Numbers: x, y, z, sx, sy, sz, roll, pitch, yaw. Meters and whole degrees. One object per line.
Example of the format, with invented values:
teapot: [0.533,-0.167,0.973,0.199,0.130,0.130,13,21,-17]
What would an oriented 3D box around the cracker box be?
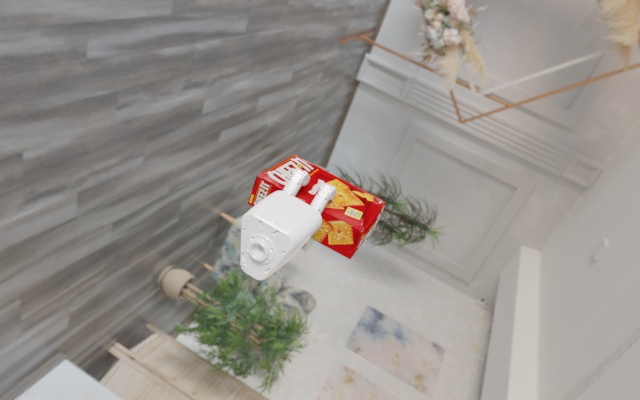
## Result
cracker box: [0.000,0.003,0.893,0.213,0.072,0.164,29,26,12]
